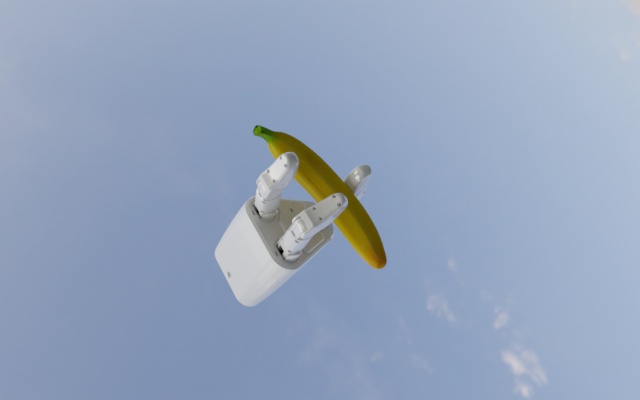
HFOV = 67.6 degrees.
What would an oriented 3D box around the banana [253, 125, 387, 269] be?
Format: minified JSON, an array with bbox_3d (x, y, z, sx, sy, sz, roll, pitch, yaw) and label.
[{"bbox_3d":[0.004,-0.007,0.523,0.037,0.198,0.069,-44,1,29],"label":"banana"}]
